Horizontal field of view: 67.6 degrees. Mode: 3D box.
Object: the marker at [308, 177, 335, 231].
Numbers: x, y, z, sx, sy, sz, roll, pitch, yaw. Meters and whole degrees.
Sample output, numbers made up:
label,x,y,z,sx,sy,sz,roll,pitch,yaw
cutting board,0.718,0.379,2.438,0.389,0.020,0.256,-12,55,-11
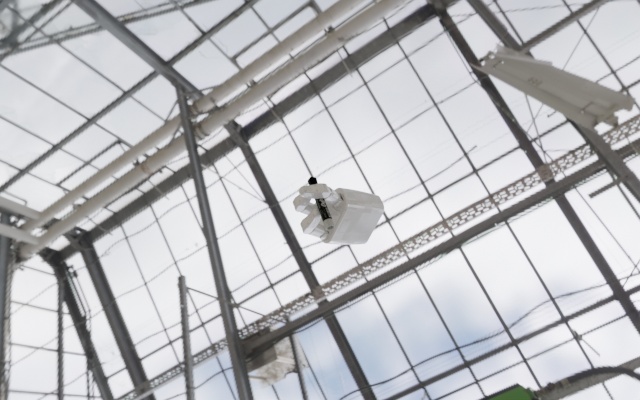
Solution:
label,x,y,z,sx,sy,sz,roll,pitch,yaw
marker,0.000,0.003,0.897,0.020,0.121,0.020,-14,-34,-10
